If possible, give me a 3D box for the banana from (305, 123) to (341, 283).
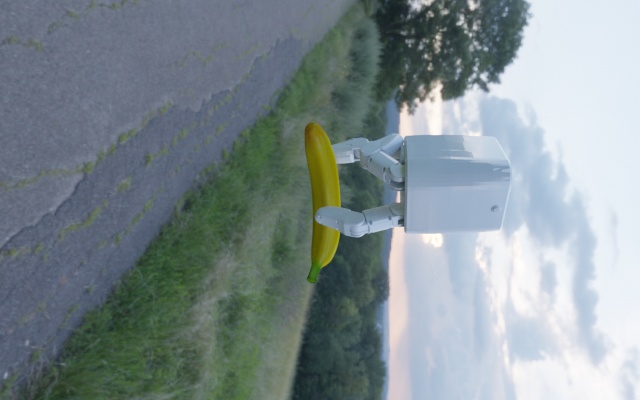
[{"bbox_3d":[0.004,-0.001,0.584,0.037,0.198,0.069,2,19,11],"label":"banana"}]
